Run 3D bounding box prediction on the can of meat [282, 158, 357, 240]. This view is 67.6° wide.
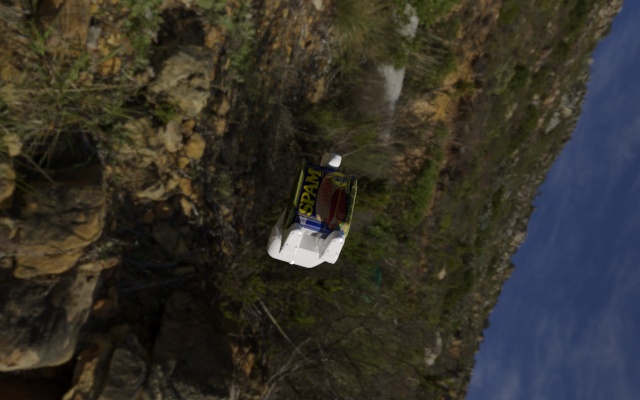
[{"bbox_3d":[0.000,0.002,0.669,0.084,0.102,0.057,17,-25,-9],"label":"can of meat"}]
